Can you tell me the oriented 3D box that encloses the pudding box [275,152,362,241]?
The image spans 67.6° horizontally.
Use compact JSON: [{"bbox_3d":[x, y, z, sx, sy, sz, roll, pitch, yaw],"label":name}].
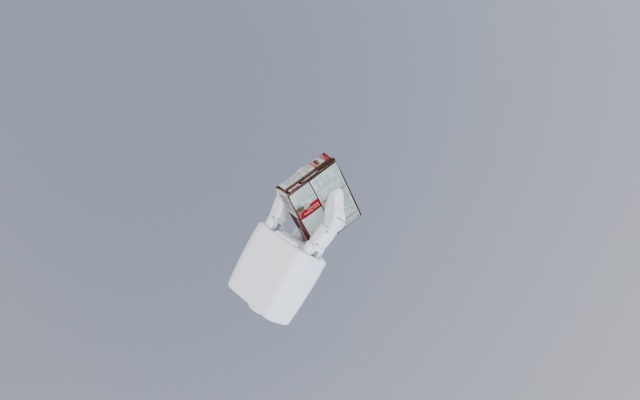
[{"bbox_3d":[0.000,0.002,0.692,0.090,0.114,0.039,-37,37,-14],"label":"pudding box"}]
